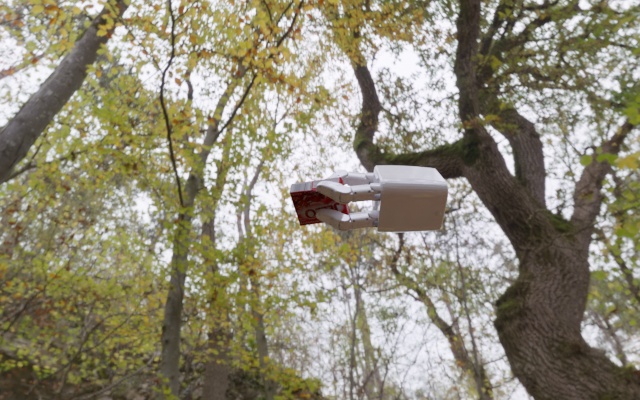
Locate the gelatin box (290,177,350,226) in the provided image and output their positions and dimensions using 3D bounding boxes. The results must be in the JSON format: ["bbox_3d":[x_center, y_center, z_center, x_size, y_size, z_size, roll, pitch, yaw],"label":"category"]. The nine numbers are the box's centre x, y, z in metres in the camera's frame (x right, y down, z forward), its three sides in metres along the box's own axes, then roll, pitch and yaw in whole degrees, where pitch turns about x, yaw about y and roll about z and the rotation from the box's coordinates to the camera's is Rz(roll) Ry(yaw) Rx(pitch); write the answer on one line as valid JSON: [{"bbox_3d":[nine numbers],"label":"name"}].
[{"bbox_3d":[0.000,0.002,0.802,0.089,0.073,0.030,-7,37,11],"label":"gelatin box"}]
